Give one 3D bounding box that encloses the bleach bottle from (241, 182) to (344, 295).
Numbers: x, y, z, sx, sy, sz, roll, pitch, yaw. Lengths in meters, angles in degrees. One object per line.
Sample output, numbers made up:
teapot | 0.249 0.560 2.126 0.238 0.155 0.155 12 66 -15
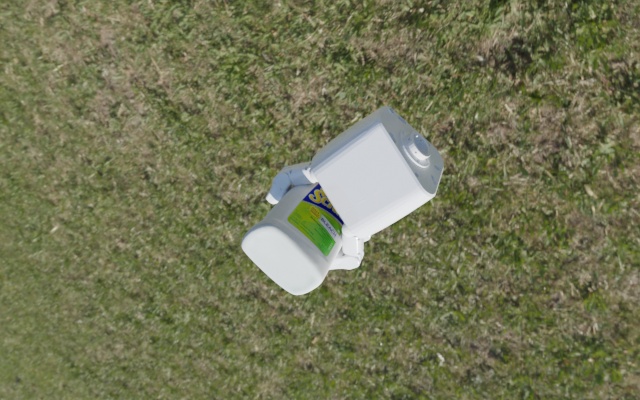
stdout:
bleach bottle | 0.000 0.002 0.622 0.068 0.102 0.250 -35 14 38
